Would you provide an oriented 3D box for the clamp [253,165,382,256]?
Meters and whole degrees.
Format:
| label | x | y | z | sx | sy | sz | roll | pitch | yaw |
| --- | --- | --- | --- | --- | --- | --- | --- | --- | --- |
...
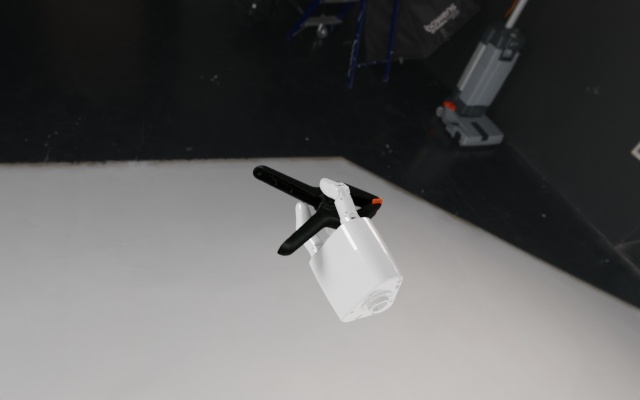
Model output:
| label | x | y | z | sx | sy | sz | roll | pitch | yaw |
| --- | --- | --- | --- | --- | --- | --- | --- | --- | --- |
| clamp | 0.001 | 0.002 | 0.750 | 0.210 | 0.164 | 0.036 | -7 | -36 | -31 |
